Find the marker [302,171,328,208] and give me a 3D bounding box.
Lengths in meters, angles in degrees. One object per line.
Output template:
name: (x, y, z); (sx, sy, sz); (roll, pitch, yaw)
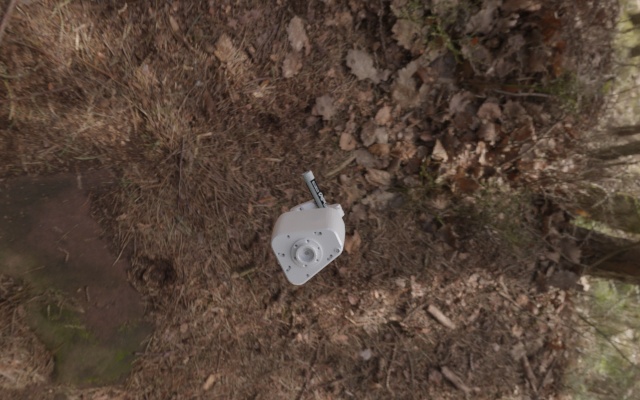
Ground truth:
marker: (0.000, 0.003, 0.873); (0.020, 0.121, 0.020); (-25, 13, 6)
